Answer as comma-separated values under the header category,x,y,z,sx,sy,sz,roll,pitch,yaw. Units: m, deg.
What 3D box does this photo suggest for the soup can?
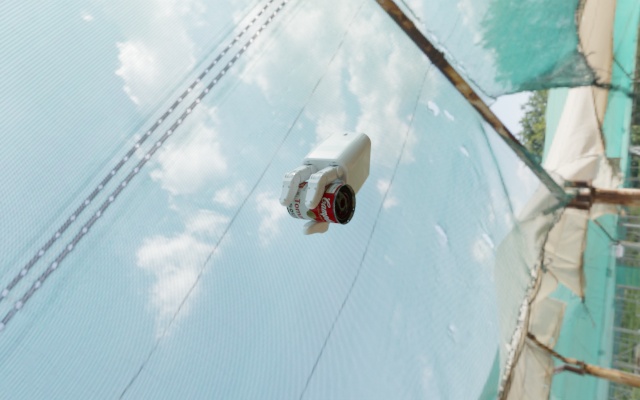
category,x,y,z,sx,sy,sz,roll,pitch,yaw
soup can,0.000,0.003,0.818,0.102,0.068,0.068,5,3,34
